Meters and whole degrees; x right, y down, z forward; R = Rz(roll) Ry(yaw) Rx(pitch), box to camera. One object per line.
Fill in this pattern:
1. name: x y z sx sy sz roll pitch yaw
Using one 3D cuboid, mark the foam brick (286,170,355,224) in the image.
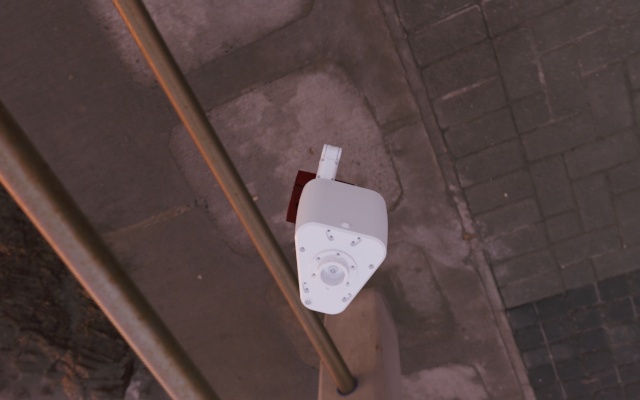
1. foam brick: 0.000 0.002 0.602 0.078 0.053 0.051 14 25 -2
